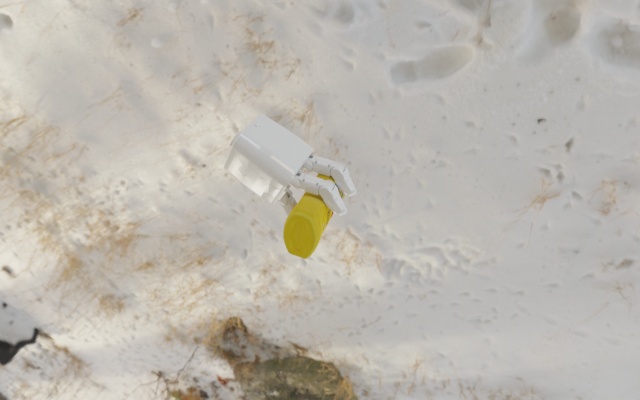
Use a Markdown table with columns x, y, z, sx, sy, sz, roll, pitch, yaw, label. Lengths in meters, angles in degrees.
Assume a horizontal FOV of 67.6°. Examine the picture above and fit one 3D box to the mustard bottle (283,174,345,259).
| x | y | z | sx | sy | sz | roll | pitch | yaw | label |
| --- | --- | --- | --- | --- | --- | --- | --- | --- | --- |
| 0.000 | 0.003 | 0.799 | 0.058 | 0.096 | 0.191 | 17 | 40 | 13 | mustard bottle |
